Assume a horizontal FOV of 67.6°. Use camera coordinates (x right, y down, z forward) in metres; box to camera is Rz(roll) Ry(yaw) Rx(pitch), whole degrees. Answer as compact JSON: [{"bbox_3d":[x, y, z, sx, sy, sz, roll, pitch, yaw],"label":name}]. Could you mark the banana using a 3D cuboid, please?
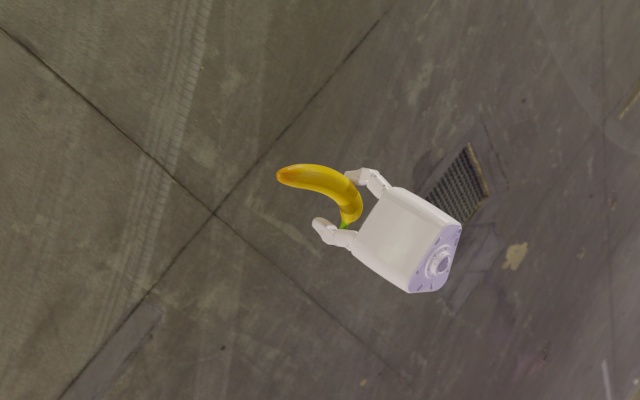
[{"bbox_3d":[0.014,-0.010,0.703,0.037,0.069,0.198,40,-2,42],"label":"banana"}]
